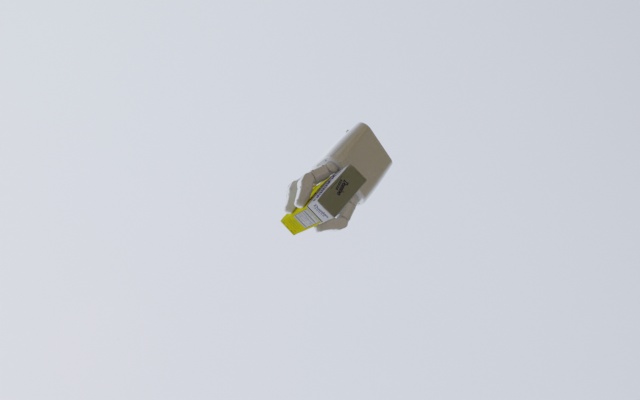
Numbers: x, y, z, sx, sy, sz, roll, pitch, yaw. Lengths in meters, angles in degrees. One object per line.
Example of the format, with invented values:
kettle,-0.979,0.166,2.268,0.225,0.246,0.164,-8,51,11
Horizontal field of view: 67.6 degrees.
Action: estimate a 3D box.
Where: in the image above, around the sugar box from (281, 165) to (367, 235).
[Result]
sugar box,0.000,0.002,0.823,0.093,0.048,0.176,-48,6,-27
